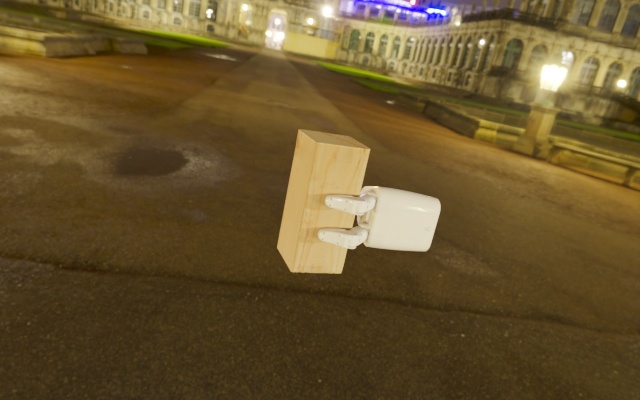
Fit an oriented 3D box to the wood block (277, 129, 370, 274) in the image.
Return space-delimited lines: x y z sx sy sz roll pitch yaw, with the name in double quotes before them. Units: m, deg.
"wood block" 0.000 0.002 0.755 0.090 0.206 0.090 5 18 -21
